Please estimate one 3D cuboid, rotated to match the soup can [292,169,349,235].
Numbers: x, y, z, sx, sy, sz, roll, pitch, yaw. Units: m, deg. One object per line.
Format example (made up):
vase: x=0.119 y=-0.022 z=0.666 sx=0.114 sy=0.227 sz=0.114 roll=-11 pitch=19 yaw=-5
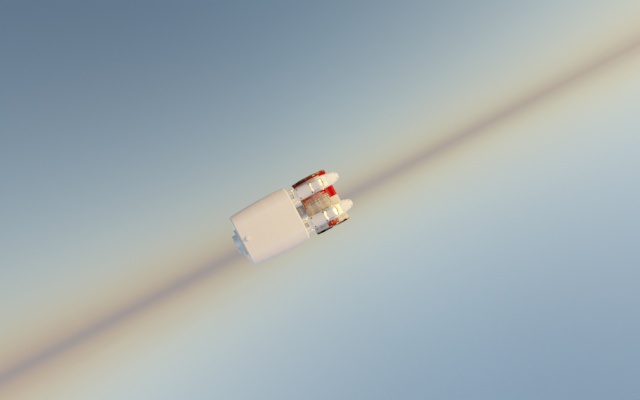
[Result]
soup can: x=0.001 y=0.003 z=0.872 sx=0.068 sy=0.102 sz=0.068 roll=-28 pitch=-1 yaw=-1
